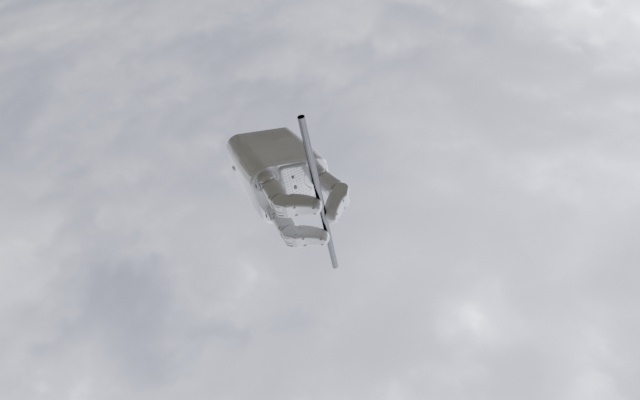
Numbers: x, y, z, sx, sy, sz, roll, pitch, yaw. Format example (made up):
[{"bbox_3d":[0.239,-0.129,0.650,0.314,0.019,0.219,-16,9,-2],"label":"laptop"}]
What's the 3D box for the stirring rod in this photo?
[{"bbox_3d":[0.000,0.002,0.570,0.011,0.240,0.011,-7,42,6],"label":"stirring rod"}]
